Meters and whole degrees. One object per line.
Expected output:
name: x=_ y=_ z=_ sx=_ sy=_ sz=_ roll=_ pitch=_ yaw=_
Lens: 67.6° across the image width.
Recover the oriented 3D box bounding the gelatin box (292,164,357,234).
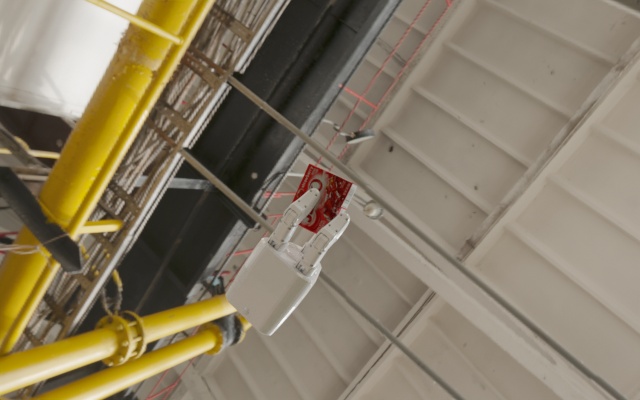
gelatin box: x=0.000 y=0.002 z=0.686 sx=0.073 sy=0.089 sz=0.030 roll=25 pitch=2 yaw=20
